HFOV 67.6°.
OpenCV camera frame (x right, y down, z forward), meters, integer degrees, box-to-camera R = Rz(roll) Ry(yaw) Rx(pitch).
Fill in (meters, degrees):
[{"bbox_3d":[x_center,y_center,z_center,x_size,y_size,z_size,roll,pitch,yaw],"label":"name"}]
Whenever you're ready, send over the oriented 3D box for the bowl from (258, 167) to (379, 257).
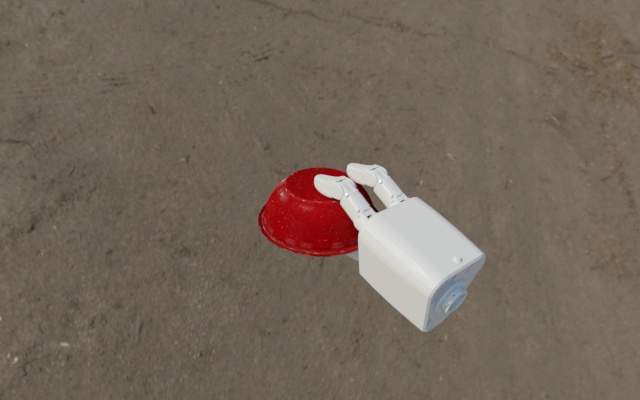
[{"bbox_3d":[-0.001,0.001,0.613,0.162,0.055,0.162,1,31,-1],"label":"bowl"}]
